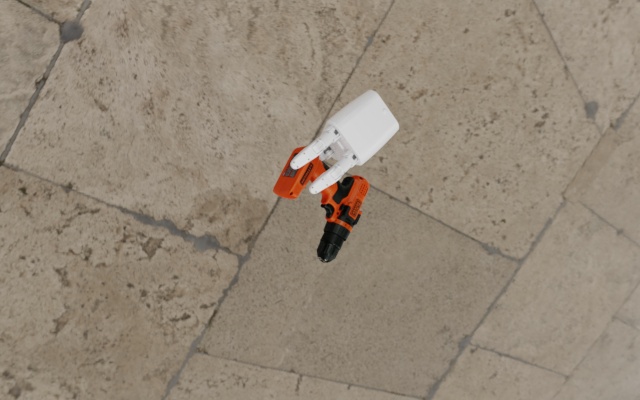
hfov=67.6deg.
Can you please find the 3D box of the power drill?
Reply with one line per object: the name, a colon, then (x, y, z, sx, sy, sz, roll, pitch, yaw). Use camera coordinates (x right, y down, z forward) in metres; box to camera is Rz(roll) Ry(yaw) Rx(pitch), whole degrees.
power drill: (0.000, 0.002, 0.886, 0.057, 0.184, 0.188, 7, -24, 46)
